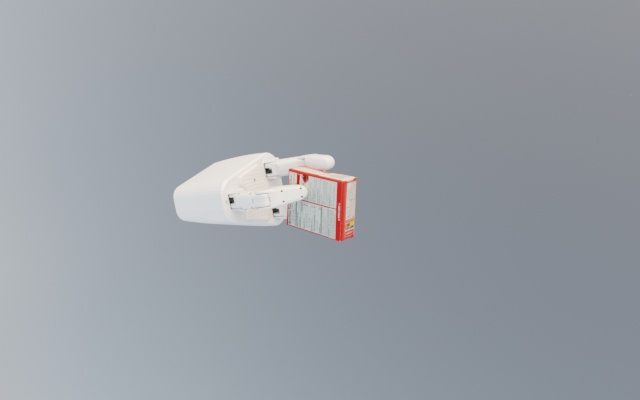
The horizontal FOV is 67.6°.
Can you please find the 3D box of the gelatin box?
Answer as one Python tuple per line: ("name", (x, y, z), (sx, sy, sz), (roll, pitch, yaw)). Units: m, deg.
("gelatin box", (0.000, 0.002, 0.571), (0.089, 0.073, 0.030), (15, 21, 39))
